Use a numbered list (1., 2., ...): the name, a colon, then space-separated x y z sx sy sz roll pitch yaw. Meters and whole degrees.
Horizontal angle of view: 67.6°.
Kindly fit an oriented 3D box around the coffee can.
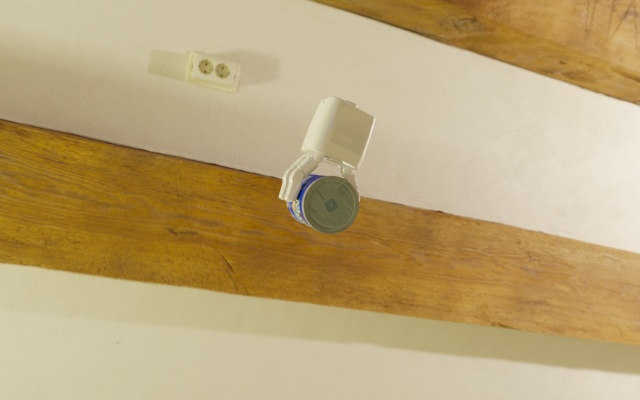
1. coffee can: 0.000 0.003 0.895 0.103 0.103 0.140 0 5 -16
